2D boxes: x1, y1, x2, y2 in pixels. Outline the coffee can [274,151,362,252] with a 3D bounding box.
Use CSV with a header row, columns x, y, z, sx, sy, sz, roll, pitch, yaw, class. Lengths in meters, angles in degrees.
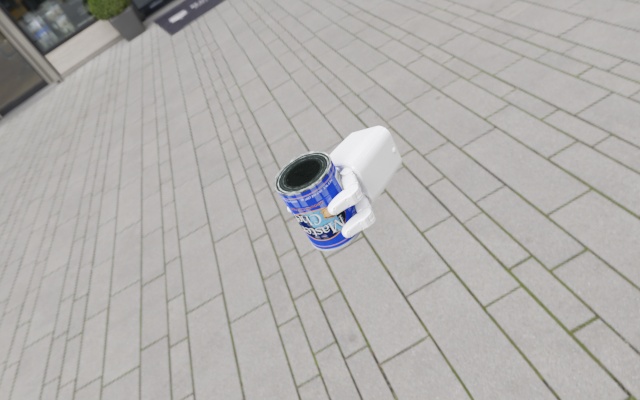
x,y,z,sx,sy,sz,roll,pitch,yaw,class
0.000,0.003,0.801,0.103,0.102,0.140,0,-44,36,coffee can
